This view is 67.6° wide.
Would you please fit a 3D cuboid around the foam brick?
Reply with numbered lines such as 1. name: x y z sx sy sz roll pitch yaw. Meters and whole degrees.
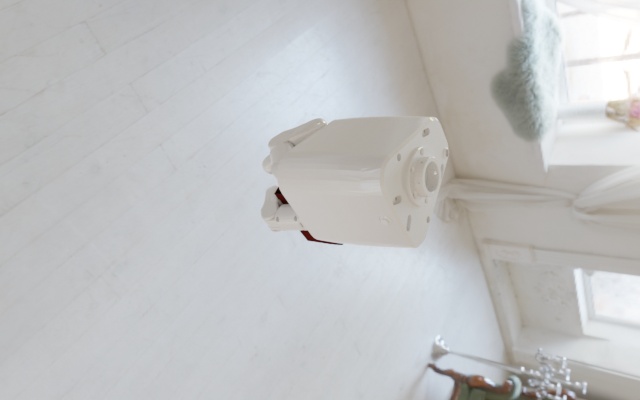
1. foam brick: 0.000 0.002 0.498 0.051 0.053 0.078 3 -41 39
